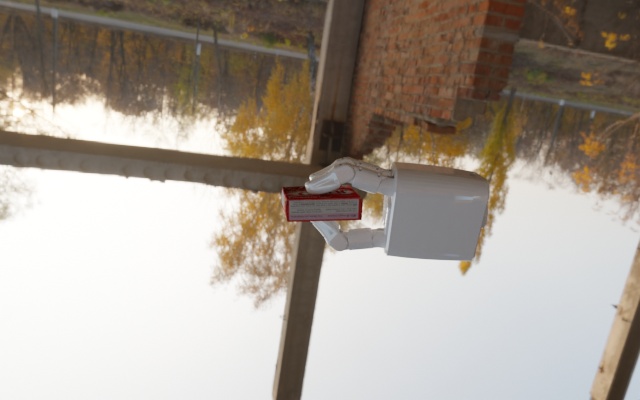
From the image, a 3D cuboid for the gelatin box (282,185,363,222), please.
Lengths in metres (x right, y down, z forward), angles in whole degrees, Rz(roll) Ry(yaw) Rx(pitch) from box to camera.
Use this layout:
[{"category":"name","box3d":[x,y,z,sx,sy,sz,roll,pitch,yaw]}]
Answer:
[{"category":"gelatin box","box3d":[0.000,0.002,0.573,0.089,0.030,0.073,-2,13,-8]}]
